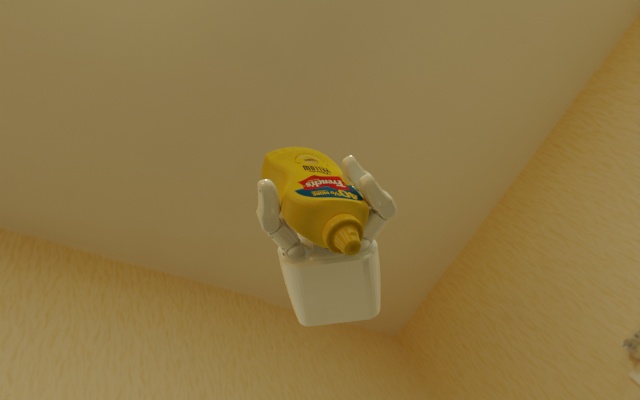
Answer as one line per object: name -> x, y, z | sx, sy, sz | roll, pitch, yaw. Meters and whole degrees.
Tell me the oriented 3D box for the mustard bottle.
mustard bottle -> 0.000, 0.001, 0.534 | 0.096, 0.058, 0.191 | 6, 26, -24
